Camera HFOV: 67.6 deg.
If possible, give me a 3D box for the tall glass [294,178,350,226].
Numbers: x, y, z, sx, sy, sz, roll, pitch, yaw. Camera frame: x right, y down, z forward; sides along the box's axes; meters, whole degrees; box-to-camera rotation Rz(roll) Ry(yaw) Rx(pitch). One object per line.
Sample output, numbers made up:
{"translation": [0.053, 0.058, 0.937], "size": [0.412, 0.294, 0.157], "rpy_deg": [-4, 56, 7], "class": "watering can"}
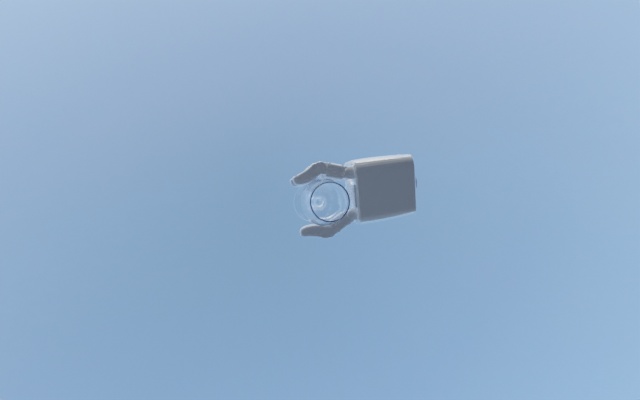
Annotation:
{"translation": [0.000, 0.003, 0.819], "size": [0.079, 0.079, 0.201], "rpy_deg": [0, 0, -8], "class": "tall glass"}
